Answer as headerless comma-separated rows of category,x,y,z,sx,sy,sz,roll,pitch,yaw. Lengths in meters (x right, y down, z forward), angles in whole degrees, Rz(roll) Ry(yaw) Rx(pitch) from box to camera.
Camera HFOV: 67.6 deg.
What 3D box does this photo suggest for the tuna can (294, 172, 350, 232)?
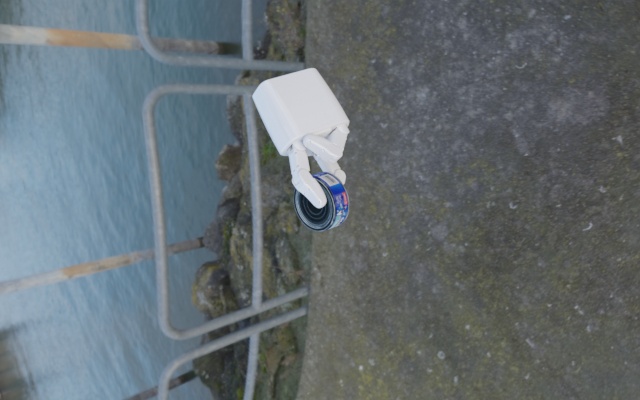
tuna can,0.000,0.003,0.710,0.086,0.086,0.033,0,14,43
